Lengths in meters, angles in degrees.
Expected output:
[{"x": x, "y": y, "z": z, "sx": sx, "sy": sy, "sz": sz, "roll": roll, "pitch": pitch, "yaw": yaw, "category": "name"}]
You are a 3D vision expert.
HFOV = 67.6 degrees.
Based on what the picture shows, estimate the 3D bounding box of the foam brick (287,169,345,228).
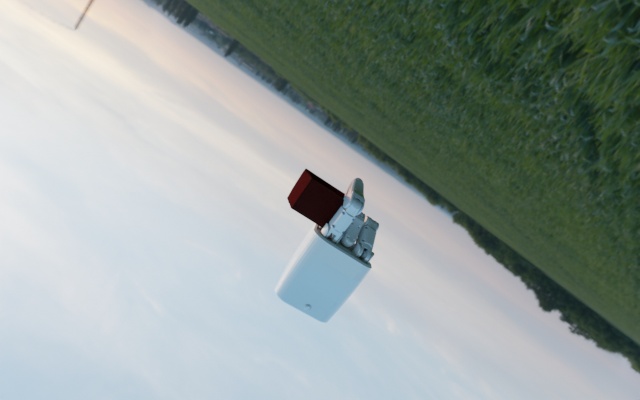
[{"x": 0.000, "y": 0.002, "z": 0.662, "sx": 0.078, "sy": 0.051, "sz": 0.053, "roll": 33, "pitch": 9, "yaw": -18, "category": "foam brick"}]
